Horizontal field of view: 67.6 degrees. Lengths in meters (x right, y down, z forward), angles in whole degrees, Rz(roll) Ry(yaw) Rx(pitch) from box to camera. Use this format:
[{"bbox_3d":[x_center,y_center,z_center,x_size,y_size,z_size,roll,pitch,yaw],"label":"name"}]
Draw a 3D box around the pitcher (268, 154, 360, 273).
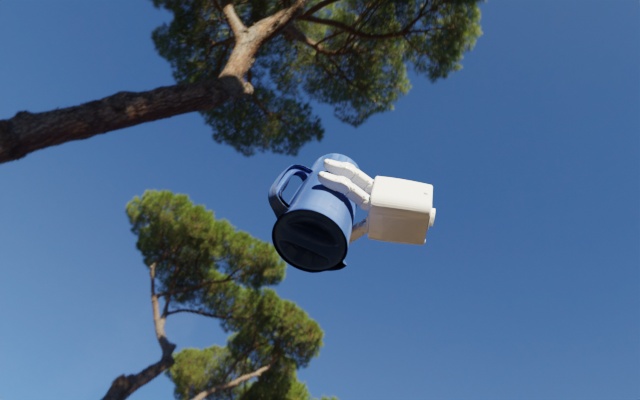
[{"bbox_3d":[0.000,0.003,0.891,0.145,0.149,0.242,7,34,11],"label":"pitcher"}]
